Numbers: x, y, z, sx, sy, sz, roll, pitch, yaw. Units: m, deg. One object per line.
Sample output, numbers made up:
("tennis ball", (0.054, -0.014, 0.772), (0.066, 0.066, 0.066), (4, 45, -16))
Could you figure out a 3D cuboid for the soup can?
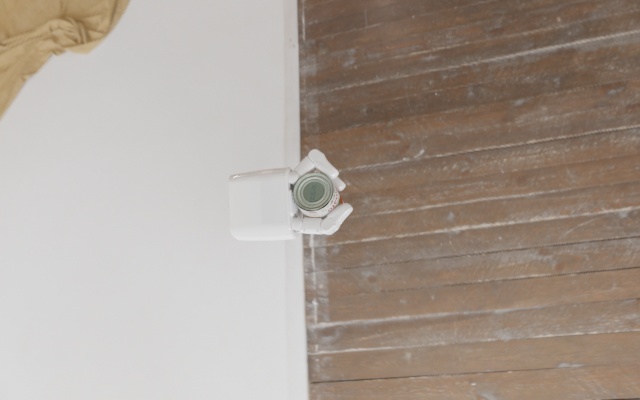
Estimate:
("soup can", (0.001, 0.003, 0.791), (0.068, 0.068, 0.102), (0, -21, 15))
